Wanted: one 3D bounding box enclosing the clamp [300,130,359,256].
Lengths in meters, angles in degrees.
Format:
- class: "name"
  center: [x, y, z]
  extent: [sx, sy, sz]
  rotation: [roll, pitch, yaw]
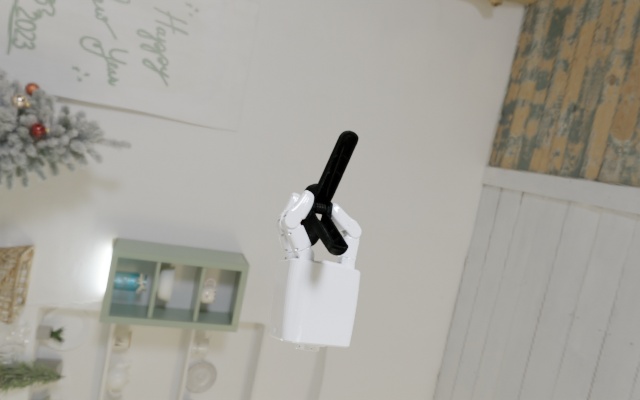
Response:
- class: "clamp"
  center: [0.001, 0.003, 0.672]
  extent: [0.036, 0.164, 0.210]
  rotation: [14, -14, -17]
